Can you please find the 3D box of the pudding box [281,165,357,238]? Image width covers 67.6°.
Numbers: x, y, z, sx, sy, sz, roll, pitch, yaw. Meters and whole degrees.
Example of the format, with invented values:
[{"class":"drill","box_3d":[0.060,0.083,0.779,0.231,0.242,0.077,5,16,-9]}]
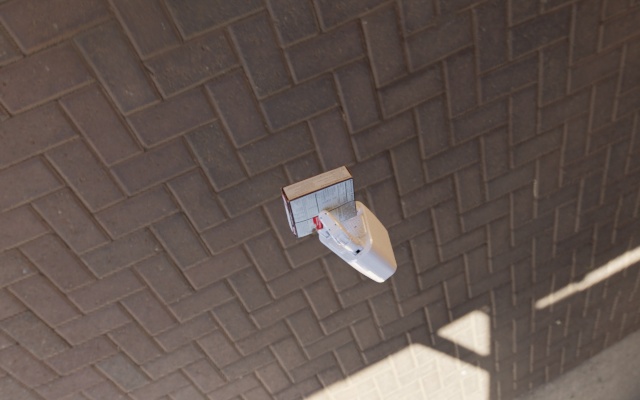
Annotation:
[{"class":"pudding box","box_3d":[0.000,0.003,0.767,0.113,0.090,0.039,-21,45,-12]}]
